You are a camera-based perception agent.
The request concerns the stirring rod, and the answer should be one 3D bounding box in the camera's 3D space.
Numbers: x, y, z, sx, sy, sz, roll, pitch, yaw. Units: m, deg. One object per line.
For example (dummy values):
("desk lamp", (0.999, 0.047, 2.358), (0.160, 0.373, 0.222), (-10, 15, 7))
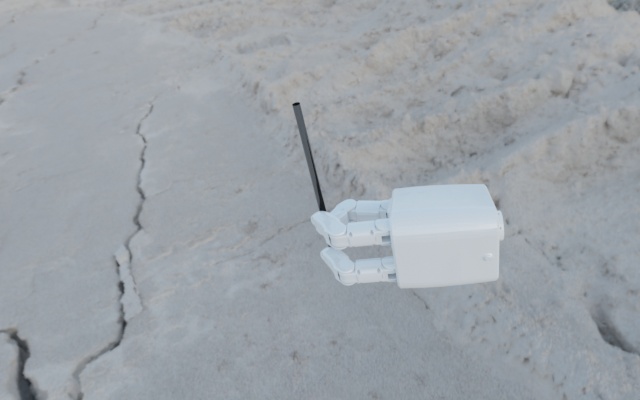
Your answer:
("stirring rod", (0.000, 0.002, 0.536), (0.011, 0.240, 0.011), (-9, 35, 7))
